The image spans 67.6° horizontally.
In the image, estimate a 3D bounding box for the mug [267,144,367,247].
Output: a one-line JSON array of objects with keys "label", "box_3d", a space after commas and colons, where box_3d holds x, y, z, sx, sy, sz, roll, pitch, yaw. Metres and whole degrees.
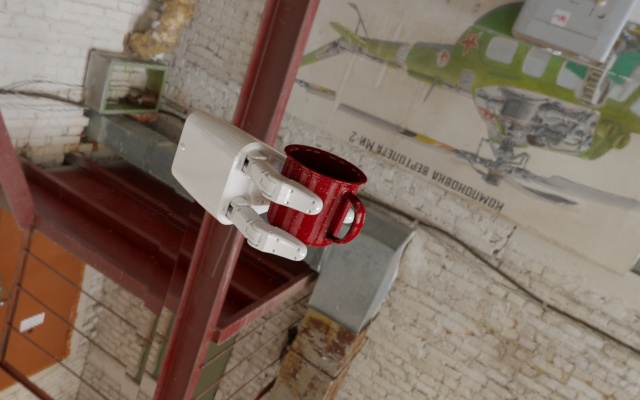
[{"label": "mug", "box_3d": [0.001, 0.003, 0.505, 0.117, 0.081, 0.093, 36, 24, 34]}]
